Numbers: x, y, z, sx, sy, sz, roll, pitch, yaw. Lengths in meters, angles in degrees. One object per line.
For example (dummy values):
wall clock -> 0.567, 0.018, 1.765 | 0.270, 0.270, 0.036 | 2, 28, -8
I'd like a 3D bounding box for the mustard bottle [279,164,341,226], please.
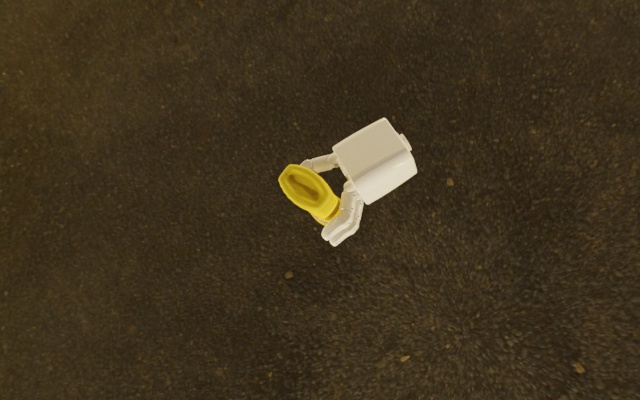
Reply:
mustard bottle -> 0.000, 0.003, 0.825 | 0.096, 0.058, 0.192 | 35, -3, 22
